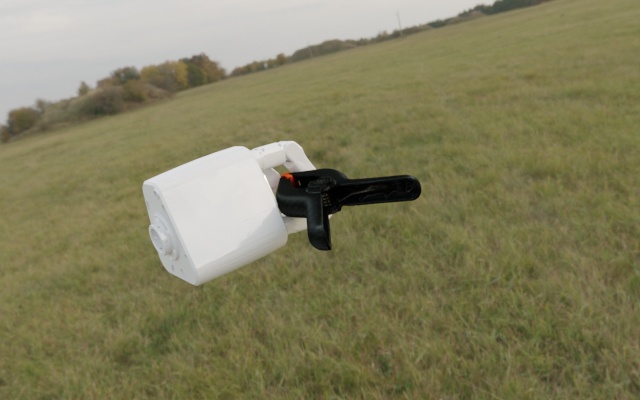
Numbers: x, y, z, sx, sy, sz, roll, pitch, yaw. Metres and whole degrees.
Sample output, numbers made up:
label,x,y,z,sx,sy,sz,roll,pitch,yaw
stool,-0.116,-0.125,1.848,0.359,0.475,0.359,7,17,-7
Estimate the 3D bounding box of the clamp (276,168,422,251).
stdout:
label,x,y,z,sx,sy,sz,roll,pitch,yaw
clamp,0.000,0.001,0.473,0.120,0.039,0.171,-26,20,-35
